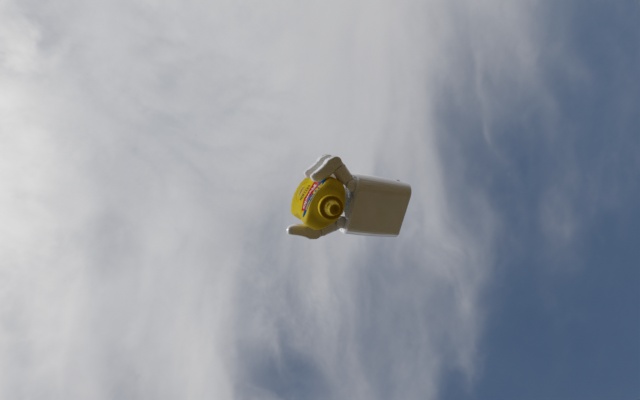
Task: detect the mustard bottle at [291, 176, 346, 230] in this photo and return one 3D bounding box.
[{"bbox_3d":[0.000,0.003,0.841,0.058,0.096,0.191,33,-1,-16],"label":"mustard bottle"}]
